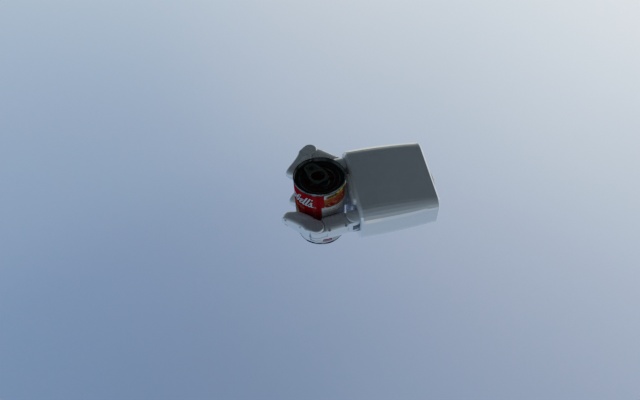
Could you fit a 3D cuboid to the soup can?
[{"bbox_3d":[0.000,0.002,0.635,0.068,0.068,0.102,0,-42,2],"label":"soup can"}]
